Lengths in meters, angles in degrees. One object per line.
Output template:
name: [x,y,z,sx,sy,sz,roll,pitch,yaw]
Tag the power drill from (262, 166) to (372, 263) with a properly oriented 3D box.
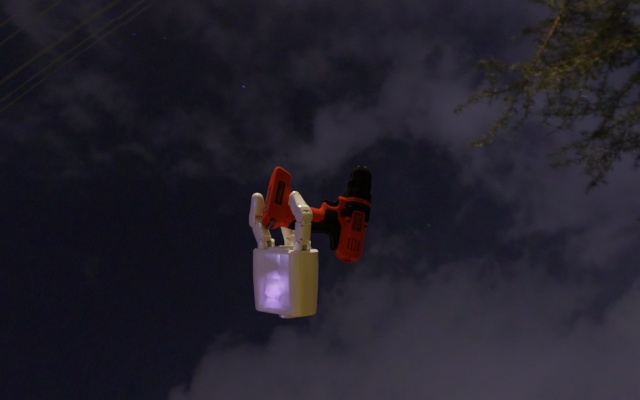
power drill: [0.000,0.003,0.845,0.187,0.184,0.057,16,-25,-12]
